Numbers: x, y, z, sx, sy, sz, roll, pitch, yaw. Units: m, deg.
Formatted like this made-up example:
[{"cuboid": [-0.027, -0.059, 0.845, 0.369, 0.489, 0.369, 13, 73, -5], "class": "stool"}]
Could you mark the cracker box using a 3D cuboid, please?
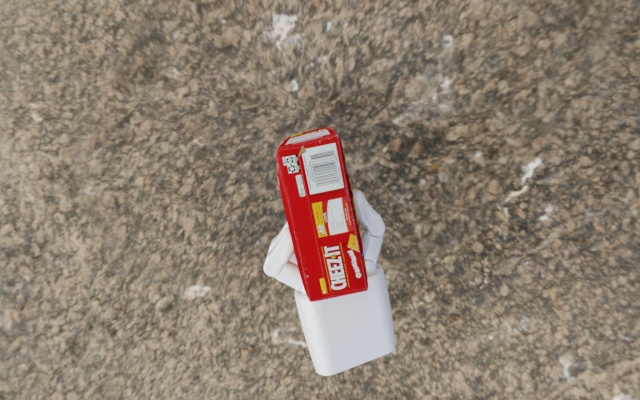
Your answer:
[{"cuboid": [0.000, 0.002, 0.572, 0.072, 0.164, 0.213, -12, 11, 1], "class": "cracker box"}]
